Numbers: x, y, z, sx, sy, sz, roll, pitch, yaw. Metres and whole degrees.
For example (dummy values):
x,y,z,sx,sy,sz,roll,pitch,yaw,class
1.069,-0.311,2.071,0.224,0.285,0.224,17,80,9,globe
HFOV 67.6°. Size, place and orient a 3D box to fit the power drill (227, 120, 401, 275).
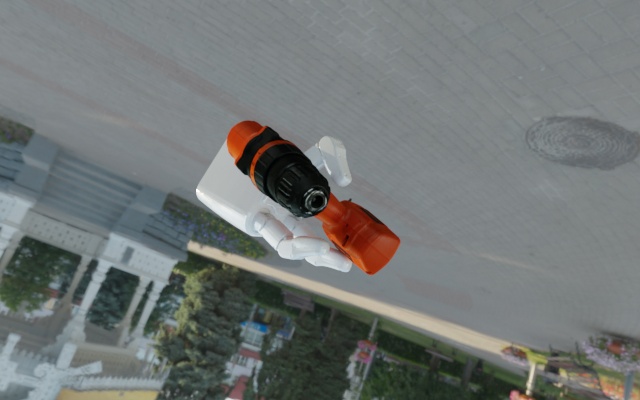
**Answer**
x,y,z,sx,sy,sz,roll,pitch,yaw,class
0.000,0.002,0.479,0.188,0.057,0.184,42,1,-36,power drill
